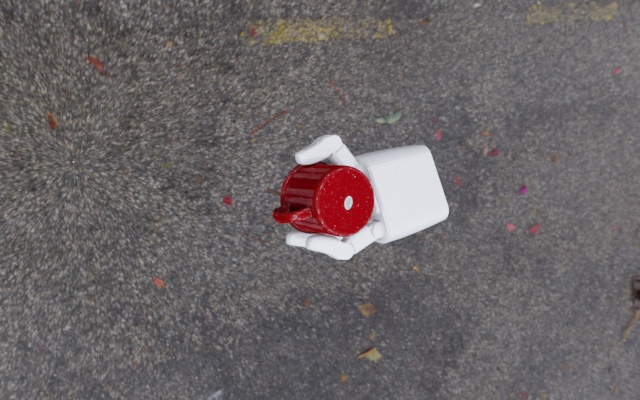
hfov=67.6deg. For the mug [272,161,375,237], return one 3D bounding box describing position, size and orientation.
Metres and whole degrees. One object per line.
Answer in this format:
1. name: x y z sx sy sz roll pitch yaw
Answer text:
1. mug: -0.001 0.002 0.561 0.117 0.093 0.081 -17 12 -27
